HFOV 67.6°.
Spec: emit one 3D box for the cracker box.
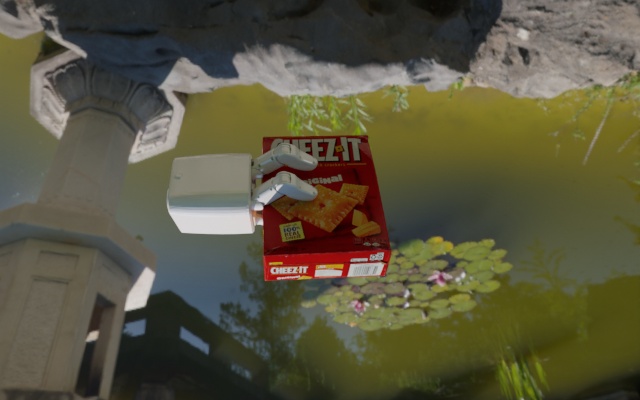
[{"bbox_3d":[0.000,0.002,0.673,0.164,0.213,0.072,-1,-38,-6],"label":"cracker box"}]
